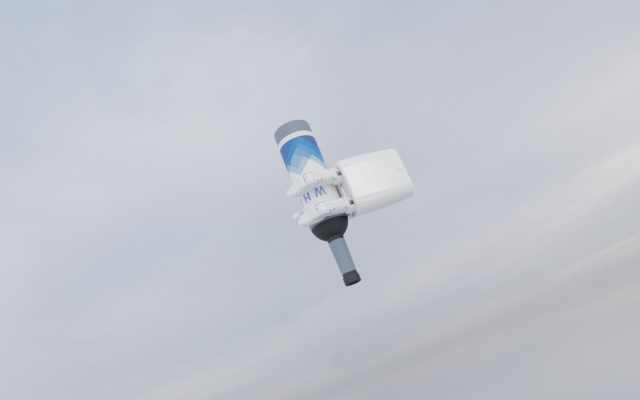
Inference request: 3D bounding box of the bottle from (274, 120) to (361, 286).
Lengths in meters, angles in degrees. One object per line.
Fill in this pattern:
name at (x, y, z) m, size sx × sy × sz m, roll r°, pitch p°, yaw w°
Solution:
bottle at (0.000, 0.002, 0.802) m, size 0.069 × 0.295 × 0.069 m, roll -19°, pitch -21°, yaw -8°
